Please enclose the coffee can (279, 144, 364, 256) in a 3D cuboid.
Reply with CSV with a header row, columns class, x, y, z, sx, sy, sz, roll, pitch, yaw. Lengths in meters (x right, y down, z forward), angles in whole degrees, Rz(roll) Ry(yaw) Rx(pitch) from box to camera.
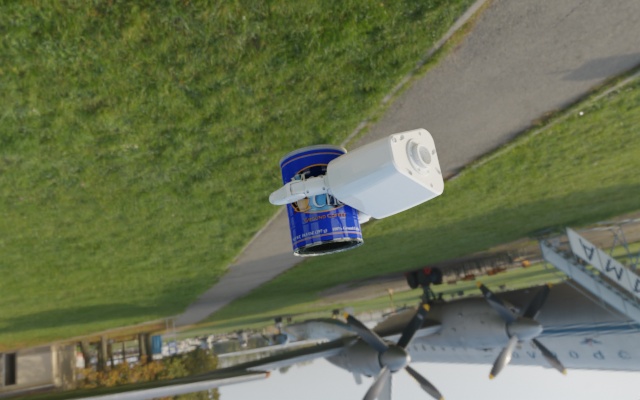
class,x,y,z,sx,sy,sz,roll,pitch,yaw
coffee can,0.000,0.002,0.698,0.103,0.140,0.103,-9,-15,-2
